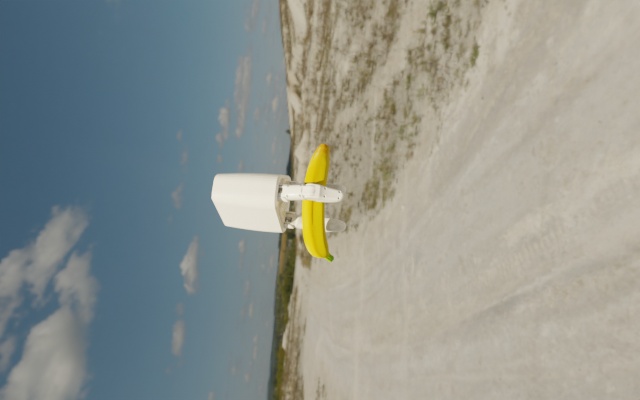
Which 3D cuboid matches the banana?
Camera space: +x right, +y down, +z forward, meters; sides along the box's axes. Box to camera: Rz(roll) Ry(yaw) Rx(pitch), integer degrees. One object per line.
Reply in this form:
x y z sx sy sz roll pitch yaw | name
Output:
-0.006 0.008 0.768 0.037 0.198 0.069 2 8 18 | banana
